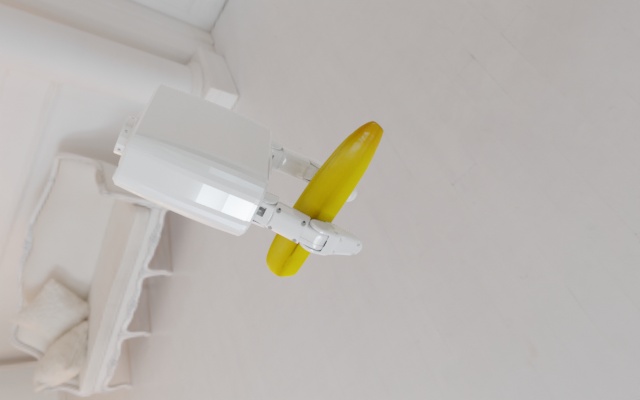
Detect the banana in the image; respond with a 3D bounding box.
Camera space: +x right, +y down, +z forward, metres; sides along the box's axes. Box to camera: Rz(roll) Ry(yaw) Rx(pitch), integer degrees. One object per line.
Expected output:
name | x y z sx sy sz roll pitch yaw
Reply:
banana | -0.008 0.013 0.431 0.037 0.198 0.069 33 38 1
